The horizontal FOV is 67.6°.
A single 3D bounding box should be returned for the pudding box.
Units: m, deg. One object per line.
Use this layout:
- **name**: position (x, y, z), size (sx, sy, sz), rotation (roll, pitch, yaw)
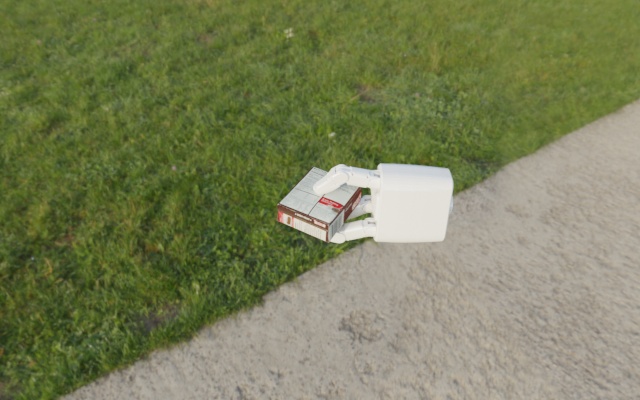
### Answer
- **pudding box**: position (0.000, 0.002, 0.725), size (0.090, 0.039, 0.113), rotation (21, 42, 20)
